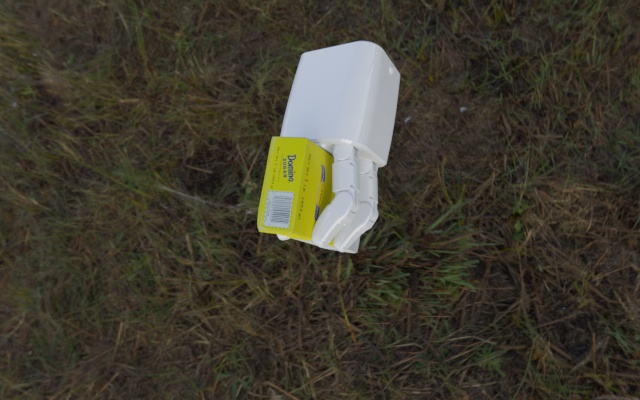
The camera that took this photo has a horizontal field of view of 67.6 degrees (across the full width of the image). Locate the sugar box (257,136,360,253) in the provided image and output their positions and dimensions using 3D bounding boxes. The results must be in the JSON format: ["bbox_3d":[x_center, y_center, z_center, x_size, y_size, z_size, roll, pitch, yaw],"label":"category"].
[{"bbox_3d":[0.001,0.002,0.517,0.048,0.093,0.176,5,-8,28],"label":"sugar box"}]
